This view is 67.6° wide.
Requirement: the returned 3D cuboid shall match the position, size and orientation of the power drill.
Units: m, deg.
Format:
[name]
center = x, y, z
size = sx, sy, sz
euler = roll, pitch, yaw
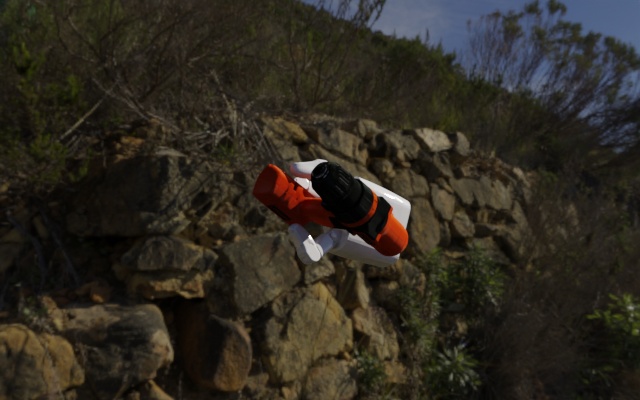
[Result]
[power drill]
center = 0.000, 0.002, 0.605
size = 0.187, 0.057, 0.184
euler = 15, -20, 44
